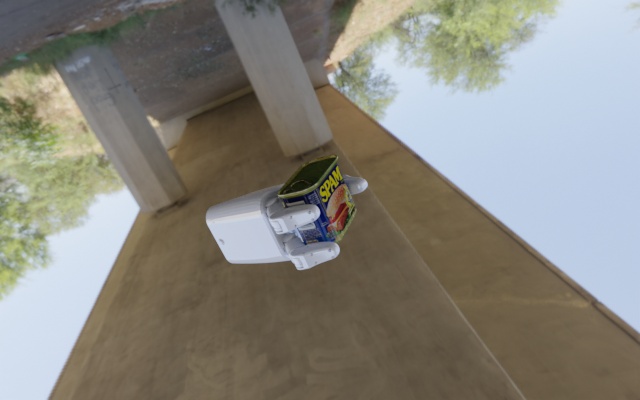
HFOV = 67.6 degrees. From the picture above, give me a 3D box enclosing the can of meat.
[{"bbox_3d":[0.000,0.002,0.612,0.057,0.084,0.102,-11,24,29],"label":"can of meat"}]
